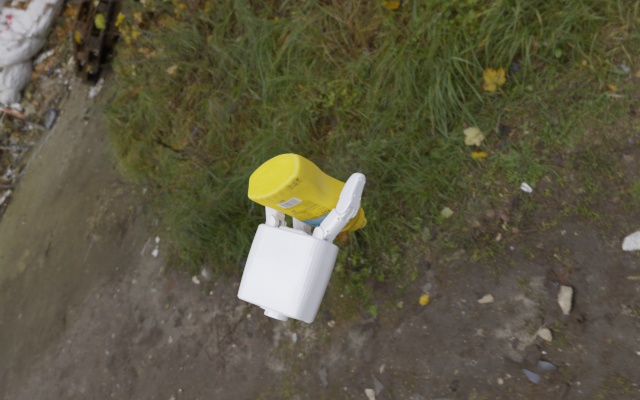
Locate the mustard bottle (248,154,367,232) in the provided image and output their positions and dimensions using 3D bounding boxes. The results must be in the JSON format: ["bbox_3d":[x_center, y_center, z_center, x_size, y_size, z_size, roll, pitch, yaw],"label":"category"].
[{"bbox_3d":[0.000,0.002,0.666,0.096,0.058,0.192,-23,-36,36],"label":"mustard bottle"}]
